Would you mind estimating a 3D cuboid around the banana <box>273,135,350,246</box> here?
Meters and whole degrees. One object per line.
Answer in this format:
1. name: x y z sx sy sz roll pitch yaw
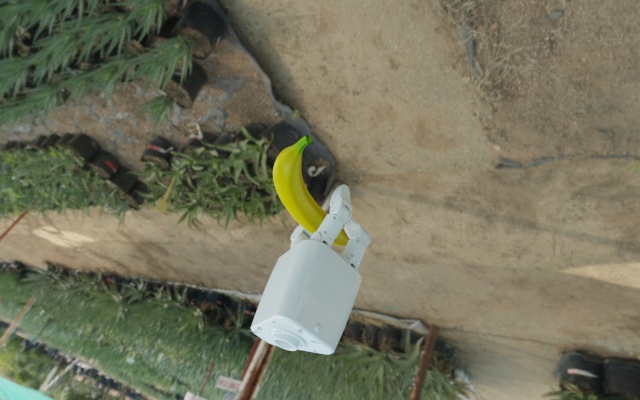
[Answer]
1. banana: -0.018 -0.001 0.639 0.069 0.037 0.198 1 -42 25
